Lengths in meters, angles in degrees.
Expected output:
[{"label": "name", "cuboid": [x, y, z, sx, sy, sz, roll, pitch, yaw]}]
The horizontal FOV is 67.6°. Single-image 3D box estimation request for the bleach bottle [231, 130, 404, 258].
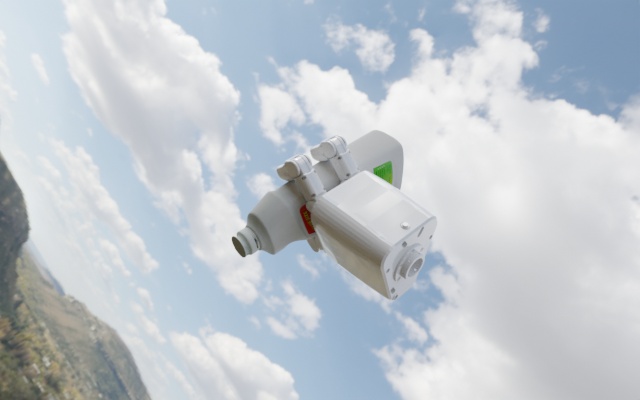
[{"label": "bleach bottle", "cuboid": [0.000, 0.002, 0.607, 0.250, 0.103, 0.068, -32, 50, -30]}]
